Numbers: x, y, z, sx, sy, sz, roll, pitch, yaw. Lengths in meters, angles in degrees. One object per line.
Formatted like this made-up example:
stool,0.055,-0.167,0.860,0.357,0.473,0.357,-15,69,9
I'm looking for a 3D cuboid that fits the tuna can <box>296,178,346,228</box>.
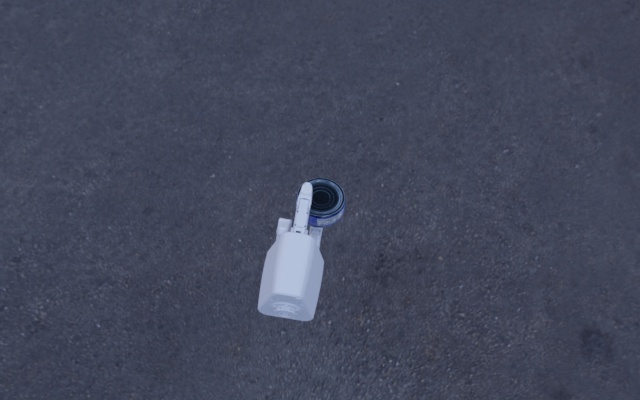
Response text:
tuna can,0.000,0.002,0.825,0.086,0.086,0.034,0,-36,-4
